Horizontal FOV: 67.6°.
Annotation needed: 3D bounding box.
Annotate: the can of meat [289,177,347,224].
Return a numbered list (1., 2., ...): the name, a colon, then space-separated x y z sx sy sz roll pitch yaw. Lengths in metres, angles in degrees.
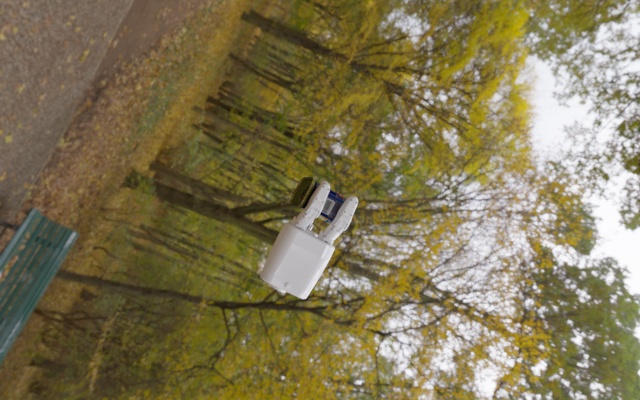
1. can of meat: 0.000 0.003 0.853 0.084 0.057 0.102 29 -5 -14
